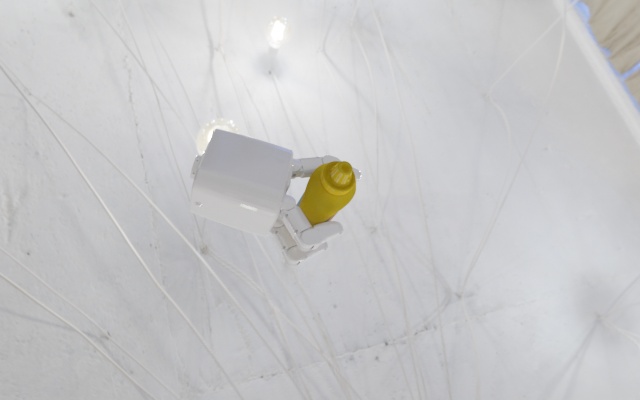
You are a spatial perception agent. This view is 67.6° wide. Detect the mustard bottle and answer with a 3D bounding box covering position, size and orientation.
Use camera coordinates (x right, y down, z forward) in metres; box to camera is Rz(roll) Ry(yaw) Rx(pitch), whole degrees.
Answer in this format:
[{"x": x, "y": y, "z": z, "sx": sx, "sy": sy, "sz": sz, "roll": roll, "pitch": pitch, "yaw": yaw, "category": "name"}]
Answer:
[{"x": 0.000, "y": 0.002, "z": 0.622, "sx": 0.058, "sy": 0.096, "sz": 0.192, "roll": 38, "pitch": -31, "yaw": 3, "category": "mustard bottle"}]
